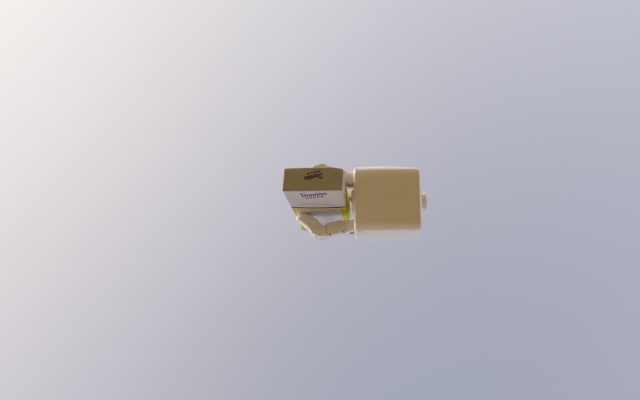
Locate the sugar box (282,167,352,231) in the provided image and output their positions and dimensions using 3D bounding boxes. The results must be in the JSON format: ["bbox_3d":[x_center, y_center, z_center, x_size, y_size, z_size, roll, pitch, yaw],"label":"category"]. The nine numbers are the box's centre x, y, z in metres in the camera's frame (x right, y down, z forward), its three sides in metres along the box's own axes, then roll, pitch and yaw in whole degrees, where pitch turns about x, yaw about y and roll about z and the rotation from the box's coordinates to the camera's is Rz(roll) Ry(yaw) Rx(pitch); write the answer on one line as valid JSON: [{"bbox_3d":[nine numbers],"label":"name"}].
[{"bbox_3d":[0.000,0.002,0.789,0.093,0.048,0.176,0,-26,8],"label":"sugar box"}]
